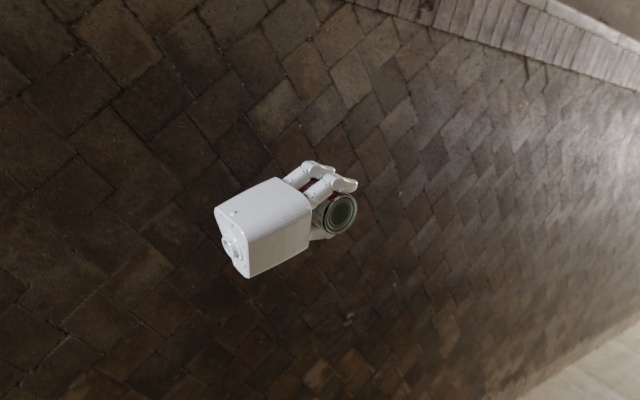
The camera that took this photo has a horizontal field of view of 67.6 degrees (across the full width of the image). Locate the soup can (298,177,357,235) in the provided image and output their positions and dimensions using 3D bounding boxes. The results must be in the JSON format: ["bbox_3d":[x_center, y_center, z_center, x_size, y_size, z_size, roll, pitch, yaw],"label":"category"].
[{"bbox_3d":[0.001,0.002,0.749,0.068,0.068,0.102,0,22,-41],"label":"soup can"}]
